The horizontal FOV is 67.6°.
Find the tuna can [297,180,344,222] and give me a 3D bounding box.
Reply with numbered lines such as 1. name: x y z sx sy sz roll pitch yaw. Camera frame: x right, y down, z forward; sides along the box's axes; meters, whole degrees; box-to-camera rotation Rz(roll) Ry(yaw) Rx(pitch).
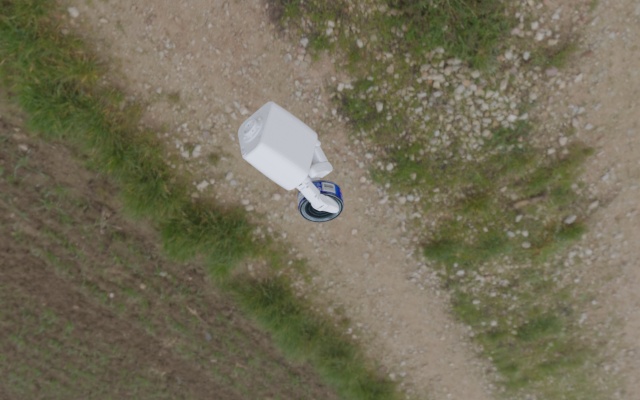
1. tuna can: 0.000 0.003 0.888 0.086 0.033 0.086 -4 -41 -3
